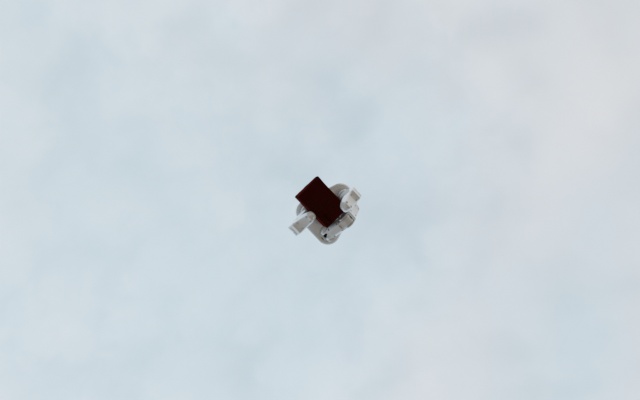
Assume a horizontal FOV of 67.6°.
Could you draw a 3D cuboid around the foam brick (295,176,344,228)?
[{"bbox_3d":[0.000,0.002,0.839,0.053,0.078,0.051,-44,8,-5],"label":"foam brick"}]
